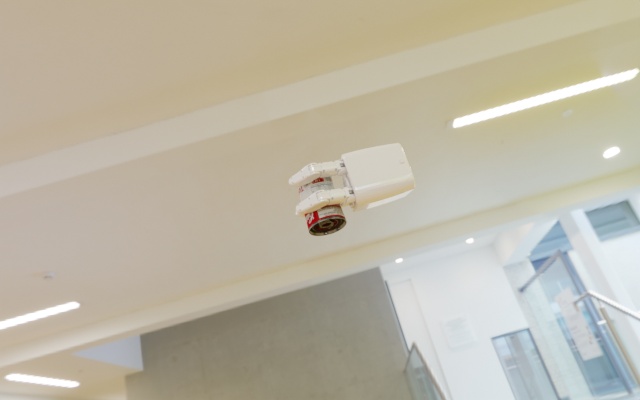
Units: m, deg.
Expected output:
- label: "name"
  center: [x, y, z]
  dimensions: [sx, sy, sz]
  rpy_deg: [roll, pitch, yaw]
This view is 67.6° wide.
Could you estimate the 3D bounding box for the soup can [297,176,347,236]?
- label: "soup can"
  center: [0.000, 0.003, 0.848]
  dimensions: [0.068, 0.102, 0.068]
  rpy_deg: [-13, -26, -6]
